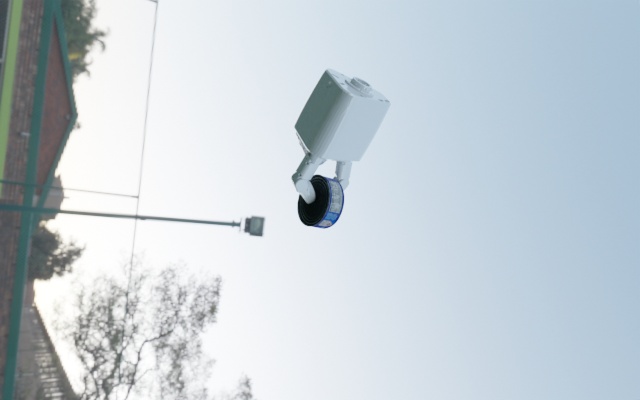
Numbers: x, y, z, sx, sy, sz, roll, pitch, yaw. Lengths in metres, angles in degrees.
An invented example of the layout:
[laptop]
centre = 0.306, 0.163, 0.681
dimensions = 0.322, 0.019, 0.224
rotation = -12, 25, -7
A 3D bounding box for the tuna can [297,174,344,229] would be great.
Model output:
[tuna can]
centre = 0.001, 0.003, 0.776
dimensions = 0.034, 0.086, 0.086
rotation = 13, -8, -36
